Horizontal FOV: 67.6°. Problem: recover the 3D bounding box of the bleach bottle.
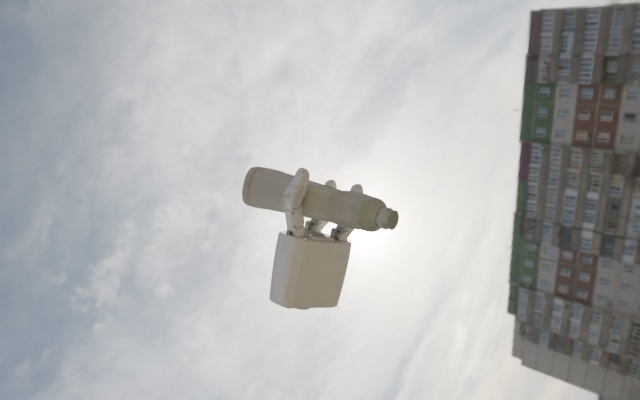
[{"bbox_3d":[0.000,0.002,0.722,0.251,0.068,0.102,14,4,39],"label":"bleach bottle"}]
